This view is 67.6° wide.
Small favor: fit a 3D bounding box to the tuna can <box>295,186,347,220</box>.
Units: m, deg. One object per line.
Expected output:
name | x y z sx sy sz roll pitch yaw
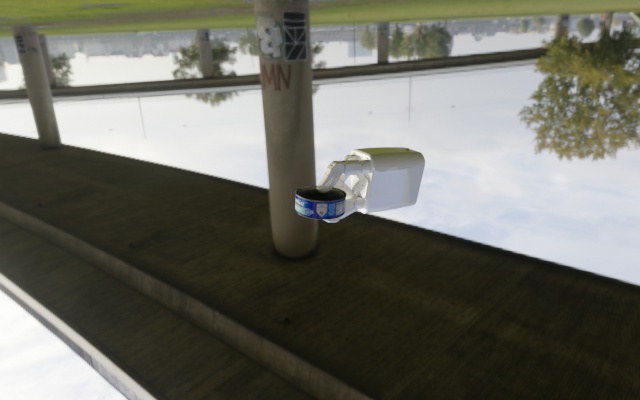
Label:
tuna can | 0.000 0.003 0.799 0.086 0.034 0.086 3 18 -1
